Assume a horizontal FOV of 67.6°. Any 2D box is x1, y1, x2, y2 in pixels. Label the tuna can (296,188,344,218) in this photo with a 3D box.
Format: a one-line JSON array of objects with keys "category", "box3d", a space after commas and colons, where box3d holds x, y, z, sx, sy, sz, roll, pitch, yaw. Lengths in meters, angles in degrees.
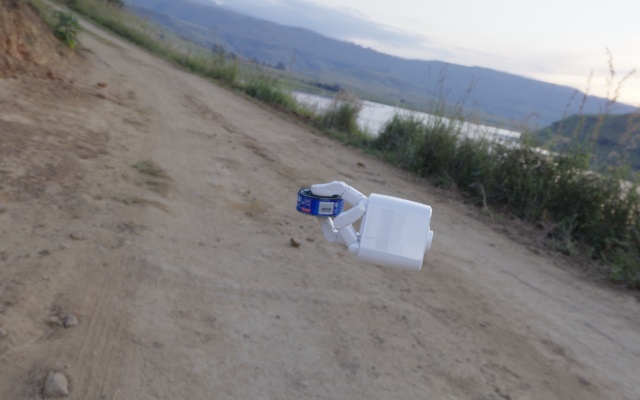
[{"category": "tuna can", "box3d": [0.000, 0.002, 0.850, 0.086, 0.034, 0.086, 6, 13, -1]}]
